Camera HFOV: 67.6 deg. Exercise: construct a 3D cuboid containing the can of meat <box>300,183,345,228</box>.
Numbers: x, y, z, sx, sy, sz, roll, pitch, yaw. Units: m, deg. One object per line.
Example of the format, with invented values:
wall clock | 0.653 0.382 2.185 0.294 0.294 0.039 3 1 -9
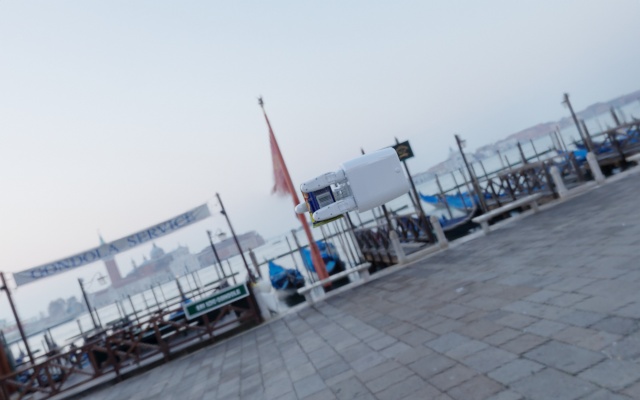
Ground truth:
can of meat | 0.000 0.003 0.894 0.057 0.084 0.102 -20 -2 -5
